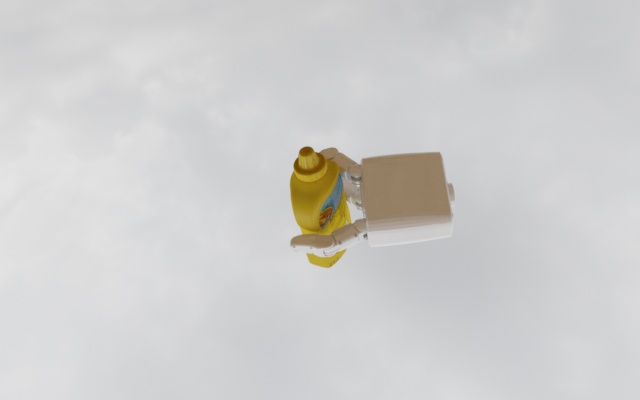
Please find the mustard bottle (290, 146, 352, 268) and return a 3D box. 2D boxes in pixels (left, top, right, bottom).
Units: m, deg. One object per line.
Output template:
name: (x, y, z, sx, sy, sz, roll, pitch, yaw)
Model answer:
mustard bottle: (0.000, 0.002, 0.633, 0.058, 0.096, 0.192, 14, -35, 22)
